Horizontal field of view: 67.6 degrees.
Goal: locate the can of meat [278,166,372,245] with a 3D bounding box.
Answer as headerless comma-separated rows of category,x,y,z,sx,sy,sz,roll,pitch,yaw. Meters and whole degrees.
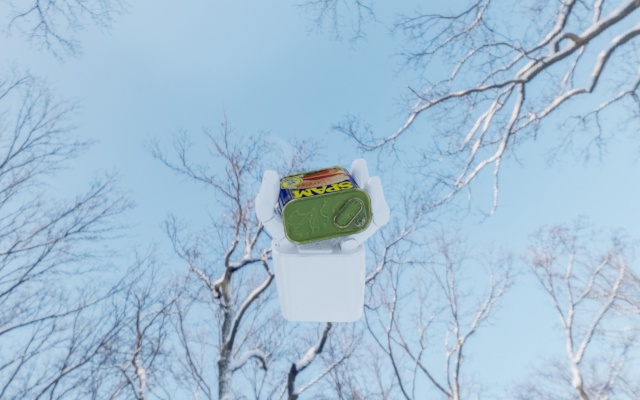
can of meat,0.000,0.002,0.568,0.102,0.057,0.084,-10,26,-8
